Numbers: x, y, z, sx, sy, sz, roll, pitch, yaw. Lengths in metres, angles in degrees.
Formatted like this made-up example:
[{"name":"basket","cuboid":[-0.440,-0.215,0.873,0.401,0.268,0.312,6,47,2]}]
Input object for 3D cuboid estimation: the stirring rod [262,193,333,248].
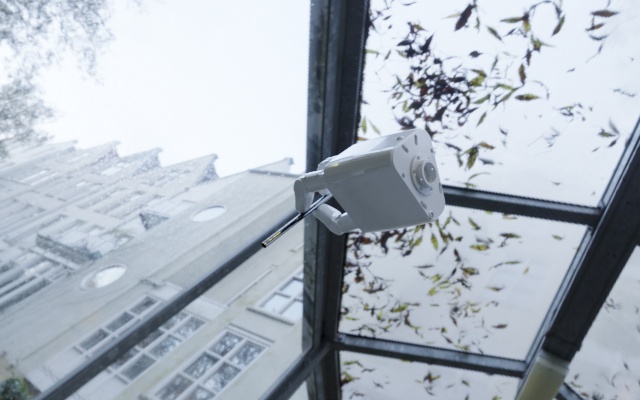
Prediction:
[{"name":"stirring rod","cuboid":[0.000,0.002,0.683,0.011,0.011,0.239,0,27,42]}]
